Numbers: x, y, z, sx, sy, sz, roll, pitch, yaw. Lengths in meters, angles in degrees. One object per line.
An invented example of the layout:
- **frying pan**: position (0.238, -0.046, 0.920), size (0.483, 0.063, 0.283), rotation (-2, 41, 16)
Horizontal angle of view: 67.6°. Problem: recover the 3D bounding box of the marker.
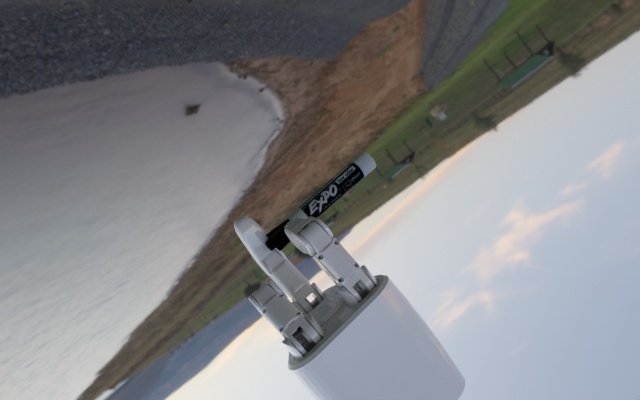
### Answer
- **marker**: position (0.000, 0.001, 0.419), size (0.121, 0.020, 0.020), rotation (-41, 12, -14)
